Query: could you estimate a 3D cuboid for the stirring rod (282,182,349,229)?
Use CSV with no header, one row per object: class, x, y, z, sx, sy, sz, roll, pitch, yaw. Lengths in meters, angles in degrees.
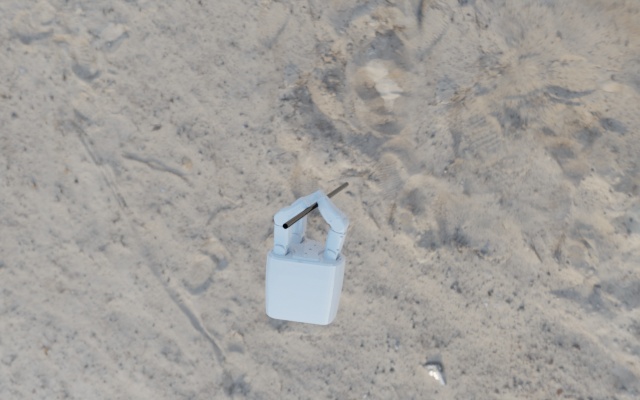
stirring rod,0.000,0.002,0.712,0.011,0.011,0.239,0,15,23
